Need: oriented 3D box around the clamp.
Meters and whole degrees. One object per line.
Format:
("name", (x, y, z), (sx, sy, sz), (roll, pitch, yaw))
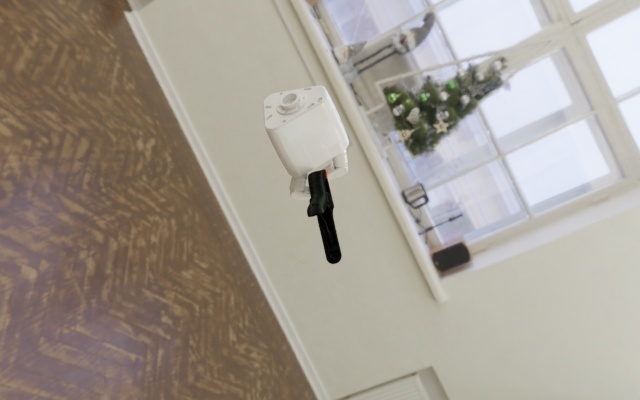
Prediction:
("clamp", (0.001, 0.002, 0.755), (0.039, 0.171, 0.120), (-13, -41, 2))
